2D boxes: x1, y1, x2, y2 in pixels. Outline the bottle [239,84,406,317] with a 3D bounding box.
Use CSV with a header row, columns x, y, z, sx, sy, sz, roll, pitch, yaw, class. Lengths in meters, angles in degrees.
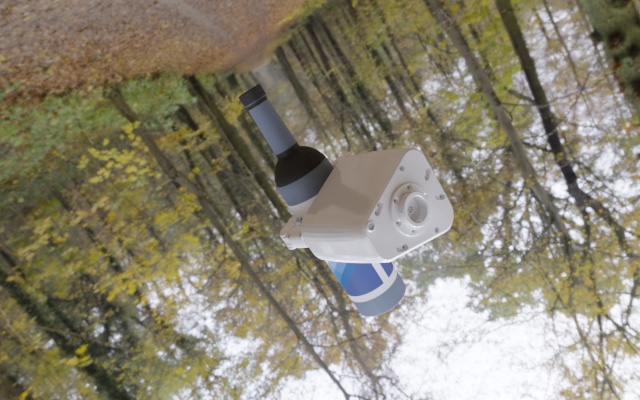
x,y,z,sx,sy,sz,roll,pitch,yaw,class
0.000,0.002,0.549,0.069,0.296,0.069,-30,16,10,bottle
